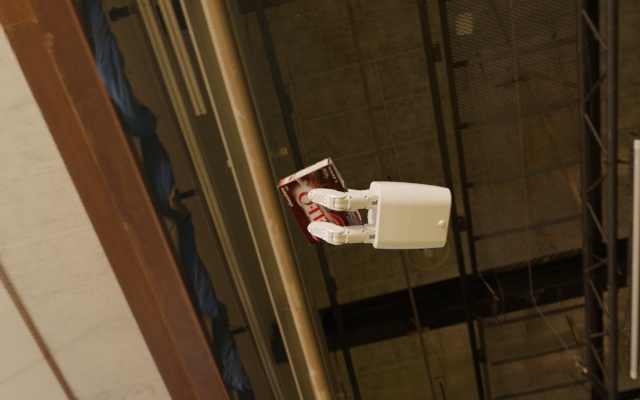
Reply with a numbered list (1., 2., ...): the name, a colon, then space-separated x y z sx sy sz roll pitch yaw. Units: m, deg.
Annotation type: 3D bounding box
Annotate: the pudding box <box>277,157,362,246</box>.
1. pudding box: 0.000 0.002 0.732 0.090 0.113 0.039 -24 18 11
